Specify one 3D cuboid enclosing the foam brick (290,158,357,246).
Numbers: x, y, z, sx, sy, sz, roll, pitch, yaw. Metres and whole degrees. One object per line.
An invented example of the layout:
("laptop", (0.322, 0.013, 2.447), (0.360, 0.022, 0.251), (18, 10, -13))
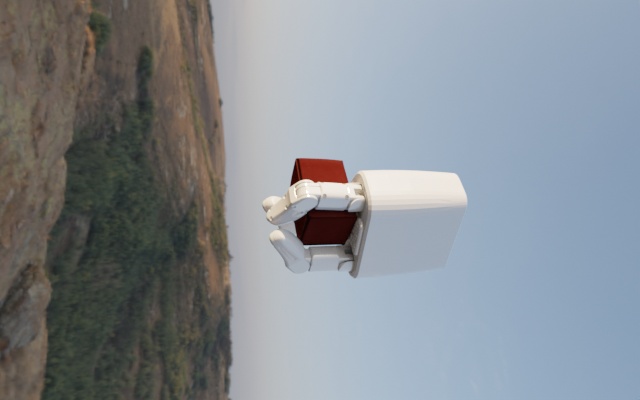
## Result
("foam brick", (0.000, 0.001, 0.497), (0.051, 0.078, 0.053), (-1, -36, -15))
